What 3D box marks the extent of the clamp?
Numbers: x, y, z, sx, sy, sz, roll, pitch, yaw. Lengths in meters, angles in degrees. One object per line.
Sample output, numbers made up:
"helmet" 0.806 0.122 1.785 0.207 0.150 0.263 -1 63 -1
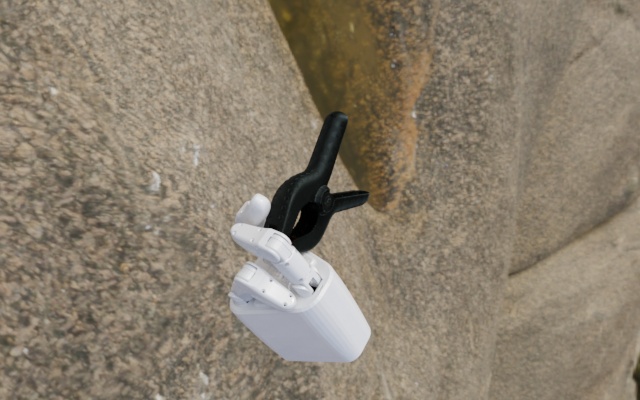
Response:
"clamp" 0.000 0.002 0.505 0.039 0.171 0.120 6 -40 42
